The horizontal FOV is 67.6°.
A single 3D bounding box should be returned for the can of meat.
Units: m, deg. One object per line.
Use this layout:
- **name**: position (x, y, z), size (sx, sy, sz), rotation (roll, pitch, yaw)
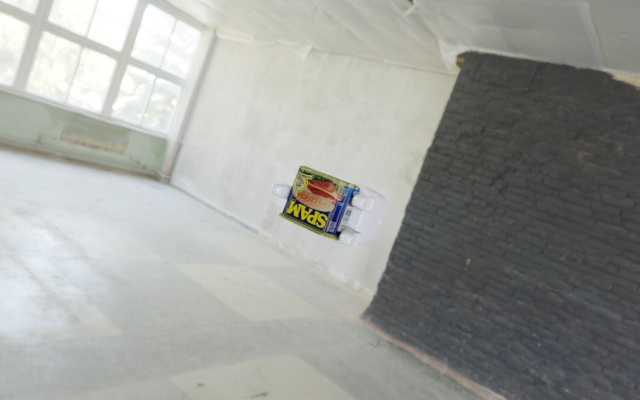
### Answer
- **can of meat**: position (0.000, 0.002, 0.702), size (0.102, 0.084, 0.057), rotation (23, 4, 31)
